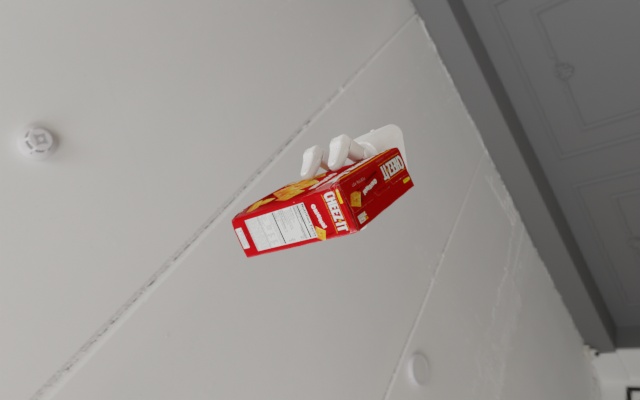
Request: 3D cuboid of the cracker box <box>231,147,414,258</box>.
[{"bbox_3d":[0.000,0.002,0.686,0.214,0.072,0.164,-18,11,41],"label":"cracker box"}]
